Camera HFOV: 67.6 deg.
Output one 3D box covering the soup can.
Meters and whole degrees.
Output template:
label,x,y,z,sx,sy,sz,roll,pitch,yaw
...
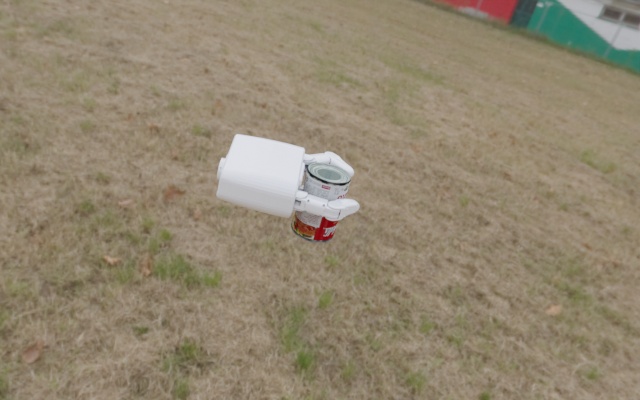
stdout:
label,x,y,z,sx,sy,sz,roll,pitch,yaw
soup can,0.001,0.002,0.712,0.068,0.102,0.068,13,27,-7
